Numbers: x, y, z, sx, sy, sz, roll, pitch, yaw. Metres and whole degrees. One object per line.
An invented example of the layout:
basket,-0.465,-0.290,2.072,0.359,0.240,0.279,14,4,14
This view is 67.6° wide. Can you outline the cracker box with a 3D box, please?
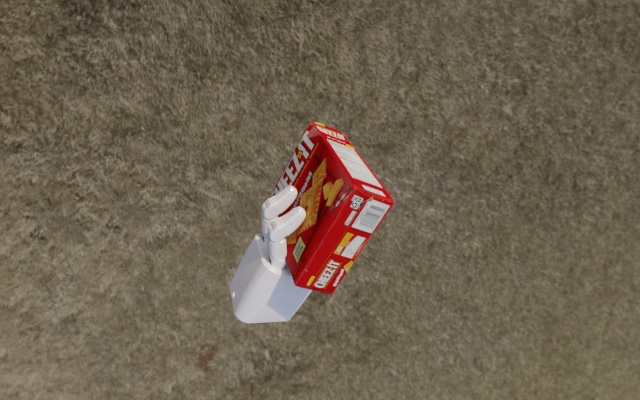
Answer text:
cracker box,0.000,0.002,0.697,0.072,0.164,0.213,19,24,-29
